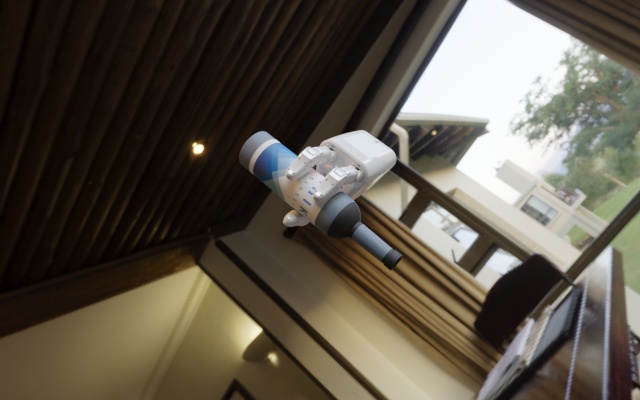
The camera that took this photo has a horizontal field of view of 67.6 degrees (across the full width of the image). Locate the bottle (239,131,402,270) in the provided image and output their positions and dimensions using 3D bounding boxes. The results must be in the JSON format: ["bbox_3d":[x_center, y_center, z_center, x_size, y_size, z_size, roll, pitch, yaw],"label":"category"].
[{"bbox_3d":[0.000,0.002,0.727,0.295,0.069,0.069,39,15,19],"label":"bottle"}]
